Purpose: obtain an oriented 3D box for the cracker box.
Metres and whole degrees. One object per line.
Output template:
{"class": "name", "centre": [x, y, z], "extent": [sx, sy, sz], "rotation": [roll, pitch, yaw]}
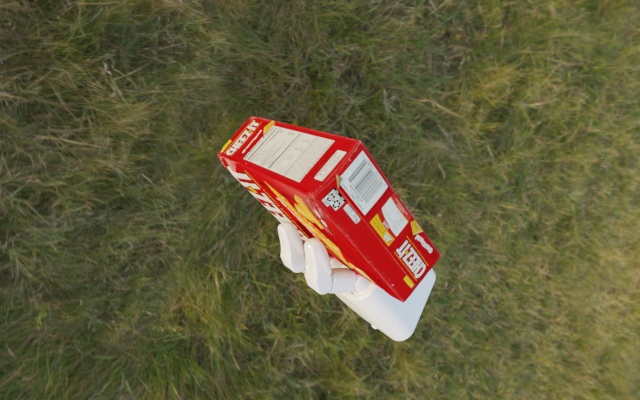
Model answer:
{"class": "cracker box", "centre": [0.000, 0.002, 0.506], "extent": [0.164, 0.072, 0.213], "rotation": [49, -15, -33]}
